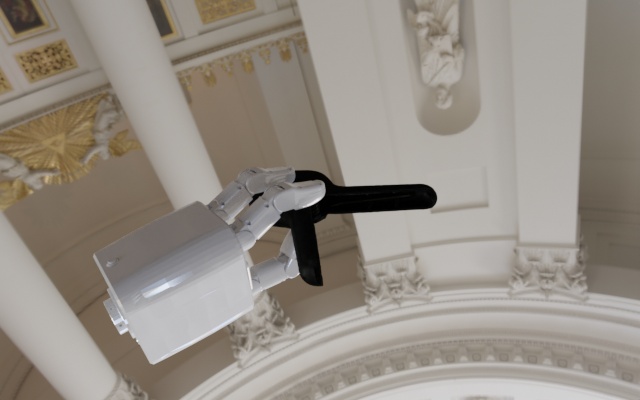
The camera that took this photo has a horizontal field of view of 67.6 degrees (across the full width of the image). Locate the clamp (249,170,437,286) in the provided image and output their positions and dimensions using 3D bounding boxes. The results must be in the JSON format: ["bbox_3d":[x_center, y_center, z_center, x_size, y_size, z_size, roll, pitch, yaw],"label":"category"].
[{"bbox_3d":[0.000,0.002,0.490,0.164,0.036,0.210,-25,31,-27],"label":"clamp"}]
